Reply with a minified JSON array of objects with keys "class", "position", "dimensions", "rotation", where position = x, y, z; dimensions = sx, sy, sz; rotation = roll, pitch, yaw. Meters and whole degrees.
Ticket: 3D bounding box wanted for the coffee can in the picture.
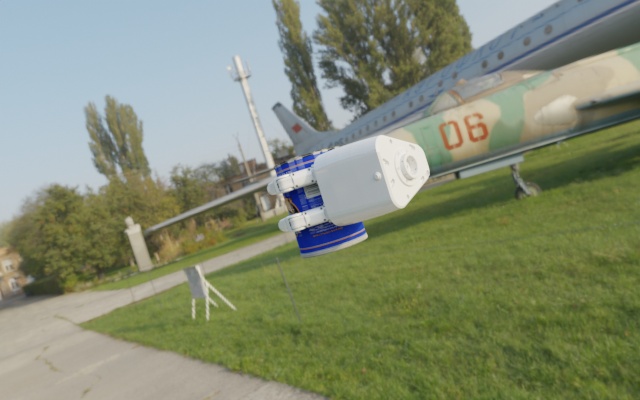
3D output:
[{"class":"coffee can","position":[0.000,0.002,0.704],"dimensions":[0.103,0.140,0.103],"rotation":[-17,1,0]}]
